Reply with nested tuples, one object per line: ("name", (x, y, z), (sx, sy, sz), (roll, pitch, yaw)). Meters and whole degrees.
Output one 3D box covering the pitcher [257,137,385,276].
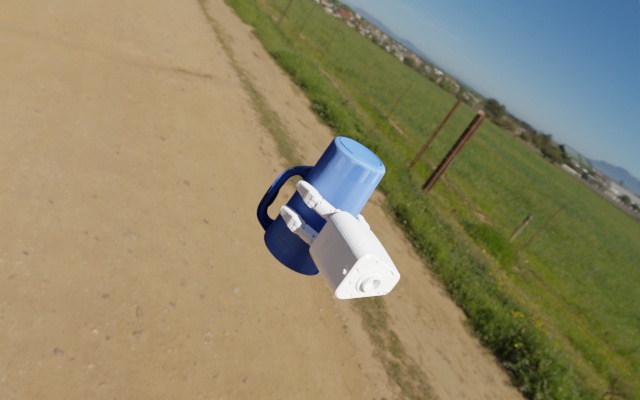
("pitcher", (0.000, 0.003, 0.873), (0.149, 0.243, 0.145), (18, 26, -35))
